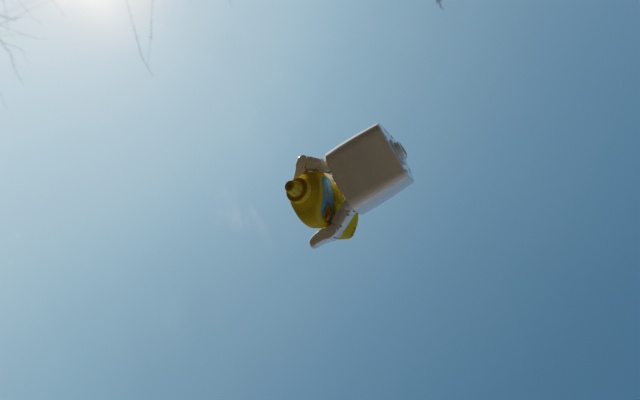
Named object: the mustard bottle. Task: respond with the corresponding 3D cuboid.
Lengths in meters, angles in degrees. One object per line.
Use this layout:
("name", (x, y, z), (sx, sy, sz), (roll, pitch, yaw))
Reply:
("mustard bottle", (0.000, 0.003, 0.812), (0.058, 0.096, 0.192), (-7, -19, 29))
